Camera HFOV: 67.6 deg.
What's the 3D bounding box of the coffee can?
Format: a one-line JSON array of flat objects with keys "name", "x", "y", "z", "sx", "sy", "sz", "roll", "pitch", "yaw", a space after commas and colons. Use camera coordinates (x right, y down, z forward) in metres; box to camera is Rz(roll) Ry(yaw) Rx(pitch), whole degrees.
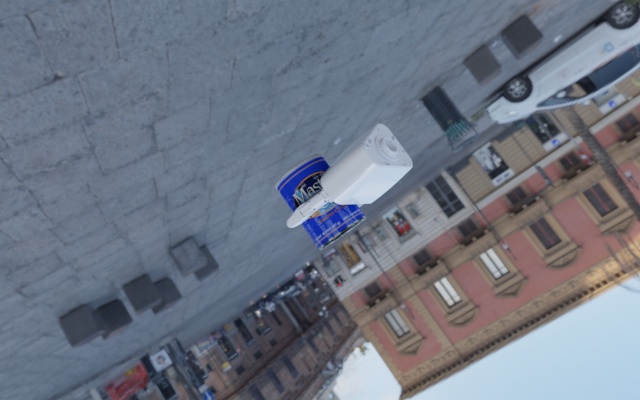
[{"name": "coffee can", "x": 0.000, "y": 0.003, "z": 0.850, "sx": 0.103, "sy": 0.140, "sz": 0.103, "roll": -34, "pitch": -8, "yaw": -5}]
